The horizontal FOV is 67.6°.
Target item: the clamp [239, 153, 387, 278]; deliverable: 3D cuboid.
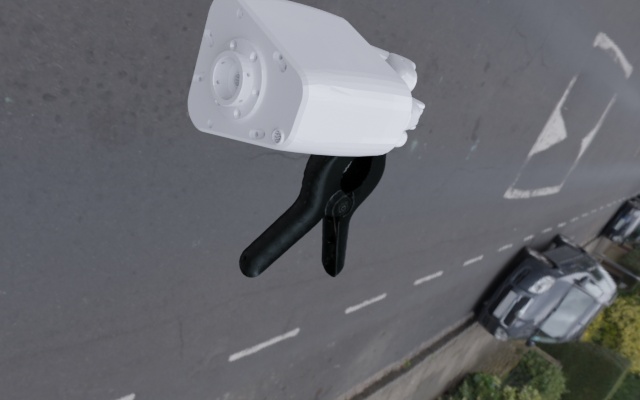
[{"bbox_3d":[0.001,0.002,0.407,0.120,0.171,0.039,-6,34,-47],"label":"clamp"}]
